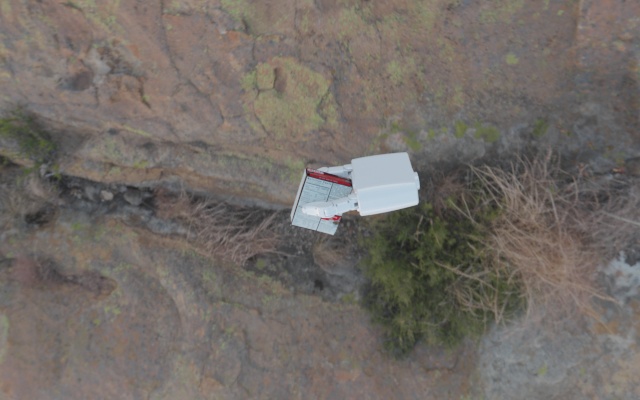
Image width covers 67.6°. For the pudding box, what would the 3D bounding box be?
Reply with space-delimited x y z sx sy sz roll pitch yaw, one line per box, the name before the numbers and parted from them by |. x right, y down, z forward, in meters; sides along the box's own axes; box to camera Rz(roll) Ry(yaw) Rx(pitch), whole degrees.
pudding box | 0.000 0.003 0.881 0.090 0.113 0.039 15 26 -9
